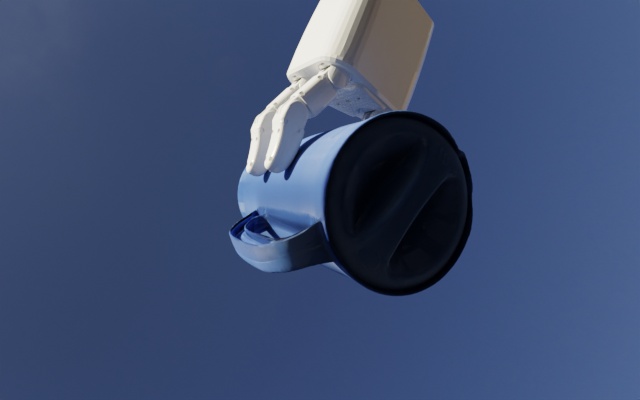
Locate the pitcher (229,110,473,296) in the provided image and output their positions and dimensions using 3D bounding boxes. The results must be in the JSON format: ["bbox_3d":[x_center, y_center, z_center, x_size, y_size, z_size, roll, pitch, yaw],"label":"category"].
[{"bbox_3d":[0.000,0.001,0.437,0.149,0.145,0.243,24,-9,-26],"label":"pitcher"}]
